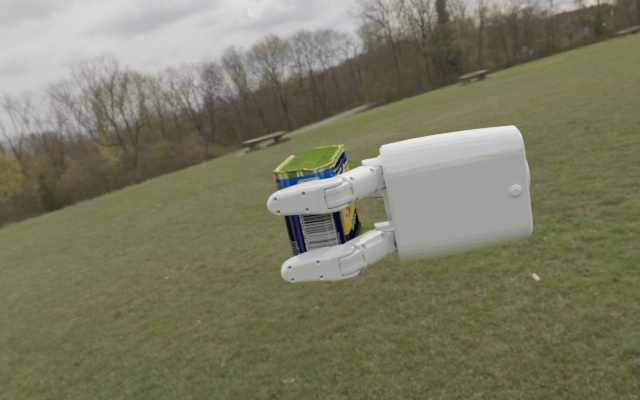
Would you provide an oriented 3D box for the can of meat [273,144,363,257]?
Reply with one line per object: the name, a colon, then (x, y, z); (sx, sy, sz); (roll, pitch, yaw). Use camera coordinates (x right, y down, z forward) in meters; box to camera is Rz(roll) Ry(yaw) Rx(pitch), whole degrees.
can of meat: (0.000, 0.001, 0.422); (0.057, 0.084, 0.102); (-9, 15, 12)
